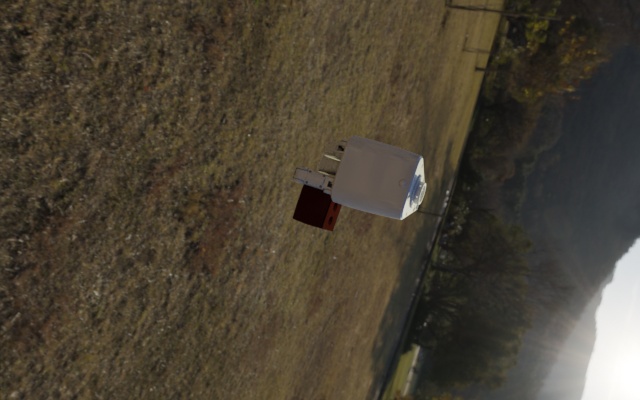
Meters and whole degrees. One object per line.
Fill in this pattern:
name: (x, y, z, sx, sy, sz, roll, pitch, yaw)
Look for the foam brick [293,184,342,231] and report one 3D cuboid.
foam brick: (0.000, 0.003, 0.721, 0.051, 0.078, 0.053, 18, -2, 20)
